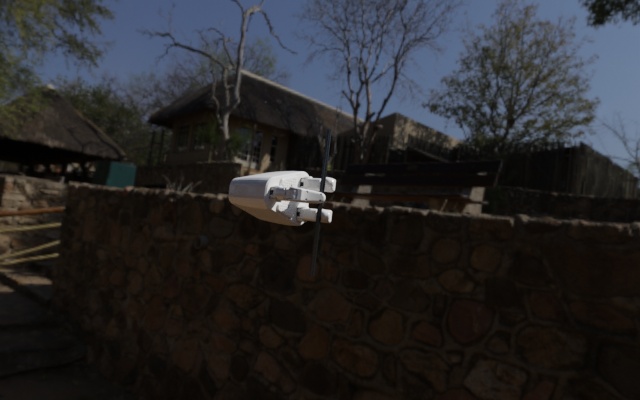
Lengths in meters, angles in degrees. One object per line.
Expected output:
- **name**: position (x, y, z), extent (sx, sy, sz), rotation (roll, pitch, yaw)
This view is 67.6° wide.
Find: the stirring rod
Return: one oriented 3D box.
- **stirring rod**: position (0.000, 0.003, 0.782), extent (0.011, 0.239, 0.011), rotation (7, -3, 0)
